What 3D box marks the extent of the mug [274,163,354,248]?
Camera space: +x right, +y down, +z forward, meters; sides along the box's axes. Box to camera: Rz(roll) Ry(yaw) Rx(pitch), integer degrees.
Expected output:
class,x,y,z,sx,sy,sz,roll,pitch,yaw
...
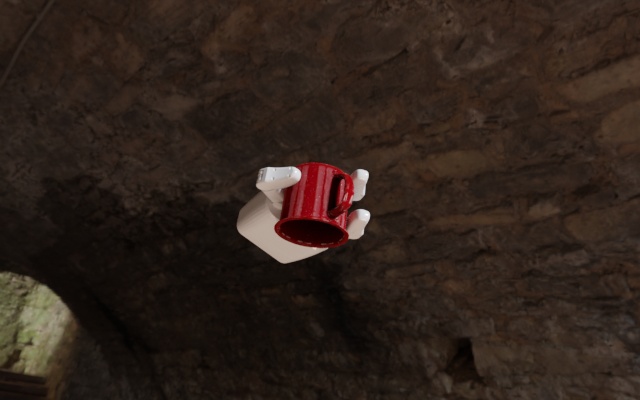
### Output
class,x,y,z,sx,sy,sz,roll,pitch,yaw
mug,0.001,0.001,0.595,0.093,0.081,0.117,23,-30,-27
